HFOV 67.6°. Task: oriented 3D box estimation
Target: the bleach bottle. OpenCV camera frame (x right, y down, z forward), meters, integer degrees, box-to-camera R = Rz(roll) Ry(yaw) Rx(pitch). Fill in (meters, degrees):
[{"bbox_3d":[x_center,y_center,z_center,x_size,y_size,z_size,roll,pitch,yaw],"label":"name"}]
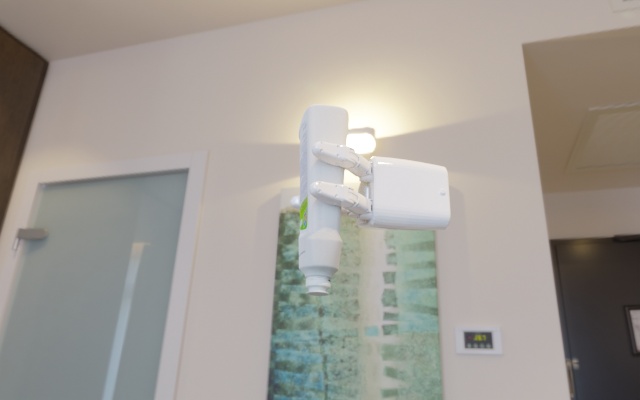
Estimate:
[{"bbox_3d":[0.000,0.002,0.642,0.068,0.250,0.103,5,-21,-7],"label":"bleach bottle"}]
